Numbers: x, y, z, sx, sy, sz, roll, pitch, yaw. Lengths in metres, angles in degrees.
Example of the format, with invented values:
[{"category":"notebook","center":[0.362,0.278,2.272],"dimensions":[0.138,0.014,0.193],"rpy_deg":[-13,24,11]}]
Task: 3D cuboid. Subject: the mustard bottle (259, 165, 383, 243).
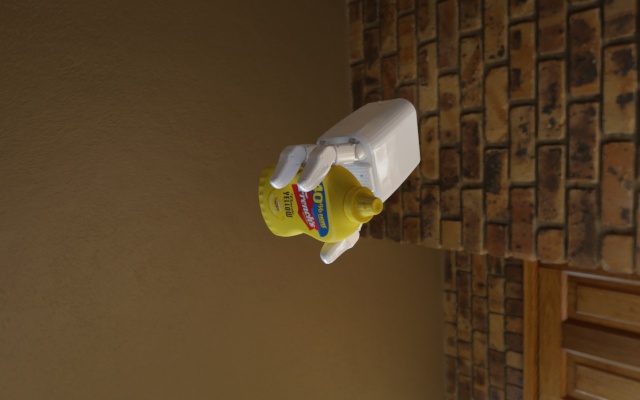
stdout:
[{"category":"mustard bottle","center":[0.000,0.002,0.586],"dimensions":[0.058,0.096,0.191],"rpy_deg":[-13,11,-40]}]
